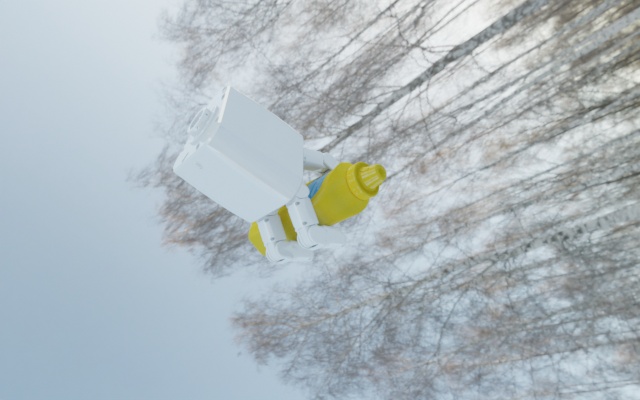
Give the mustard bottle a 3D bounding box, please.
[{"bbox_3d":[0.000,0.002,0.563,0.192,0.058,0.096,-28,14,42],"label":"mustard bottle"}]
